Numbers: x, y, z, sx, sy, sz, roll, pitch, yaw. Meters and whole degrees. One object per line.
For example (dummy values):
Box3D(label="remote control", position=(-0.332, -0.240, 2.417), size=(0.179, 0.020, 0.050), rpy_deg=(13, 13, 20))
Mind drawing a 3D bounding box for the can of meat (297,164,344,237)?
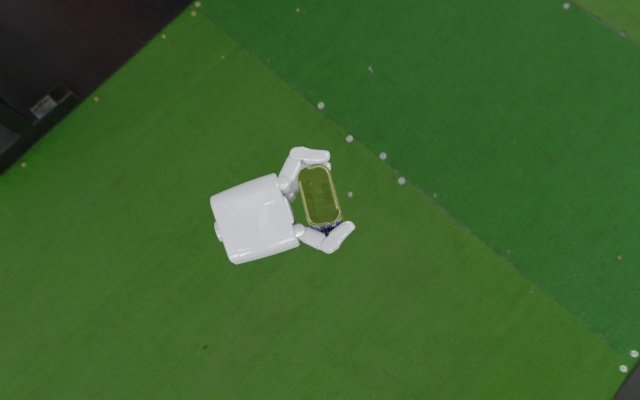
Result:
Box3D(label="can of meat", position=(0.000, 0.002, 0.747), size=(0.057, 0.102, 0.084), rpy_deg=(-15, -17, 1))
